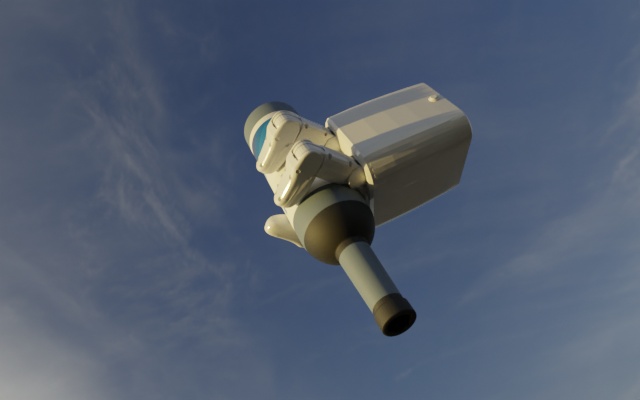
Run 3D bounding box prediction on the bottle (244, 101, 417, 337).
[{"bbox_3d":[0.000,0.001,0.438,0.069,0.069,0.295,0,35,-27],"label":"bottle"}]
